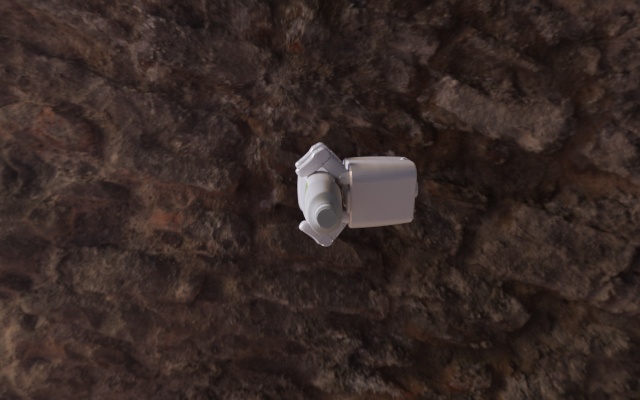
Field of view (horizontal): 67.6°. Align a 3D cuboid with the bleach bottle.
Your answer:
[{"bbox_3d":[0.000,0.002,0.763,0.068,0.102,0.250,-3,14,-3],"label":"bleach bottle"}]
